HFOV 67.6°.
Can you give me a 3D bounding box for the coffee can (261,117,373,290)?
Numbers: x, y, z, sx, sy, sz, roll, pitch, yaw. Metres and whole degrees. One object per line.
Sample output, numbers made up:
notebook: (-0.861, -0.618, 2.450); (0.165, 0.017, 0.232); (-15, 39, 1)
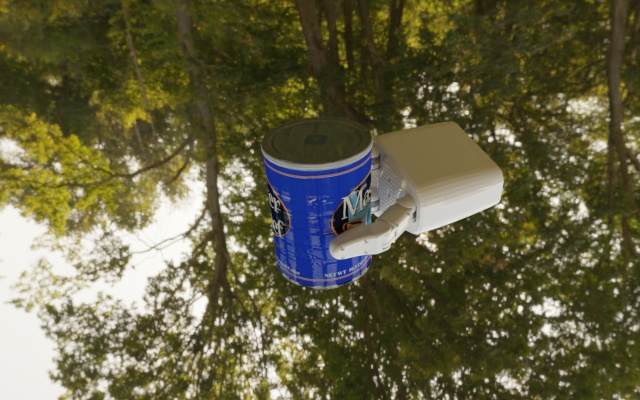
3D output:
coffee can: (0.000, 0.002, 0.474); (0.103, 0.140, 0.102); (-3, 32, 2)
